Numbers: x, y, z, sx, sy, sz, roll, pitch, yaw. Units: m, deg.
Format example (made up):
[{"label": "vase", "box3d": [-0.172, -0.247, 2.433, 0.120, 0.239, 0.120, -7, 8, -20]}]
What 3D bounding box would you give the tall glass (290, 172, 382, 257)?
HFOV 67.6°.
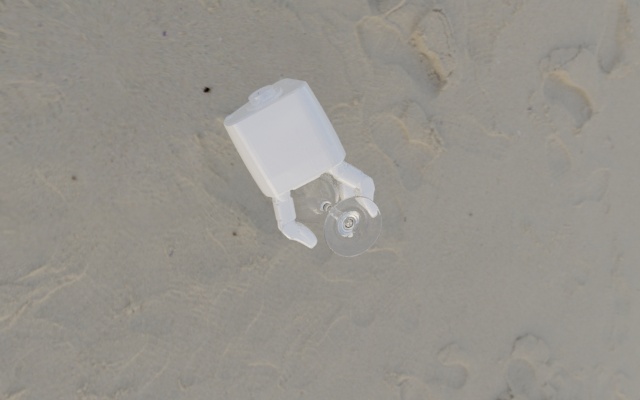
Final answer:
[{"label": "tall glass", "box3d": [0.000, 0.002, 0.637, 0.079, 0.079, 0.201, 0, 16, -23]}]
